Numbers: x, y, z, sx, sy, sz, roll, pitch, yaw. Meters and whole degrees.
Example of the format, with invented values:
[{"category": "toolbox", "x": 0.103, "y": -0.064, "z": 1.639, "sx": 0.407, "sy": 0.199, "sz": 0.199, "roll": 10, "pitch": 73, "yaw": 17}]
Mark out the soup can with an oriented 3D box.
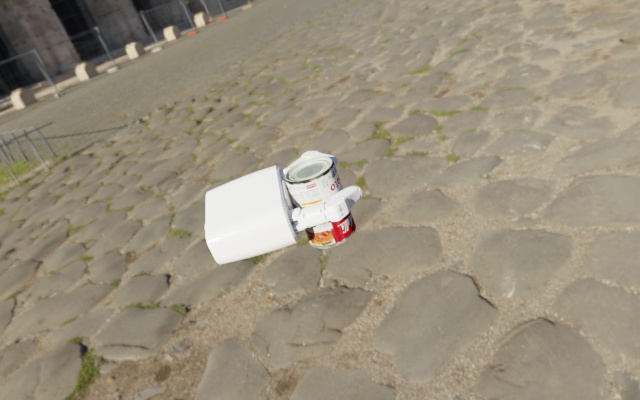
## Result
[{"category": "soup can", "x": 0.000, "y": 0.002, "z": 0.626, "sx": 0.068, "sy": 0.102, "sz": 0.068, "roll": -16, "pitch": 27, "yaw": 8}]
